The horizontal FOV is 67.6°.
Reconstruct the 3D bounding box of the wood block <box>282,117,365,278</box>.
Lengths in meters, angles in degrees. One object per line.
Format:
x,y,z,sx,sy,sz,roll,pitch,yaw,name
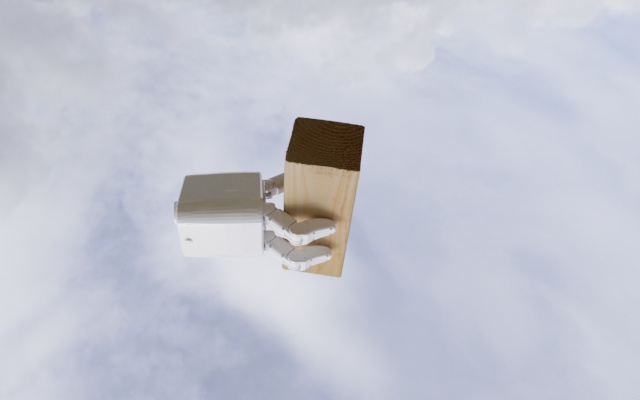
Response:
0.000,0.002,0.641,0.090,0.090,0.206,8,-44,1,wood block
